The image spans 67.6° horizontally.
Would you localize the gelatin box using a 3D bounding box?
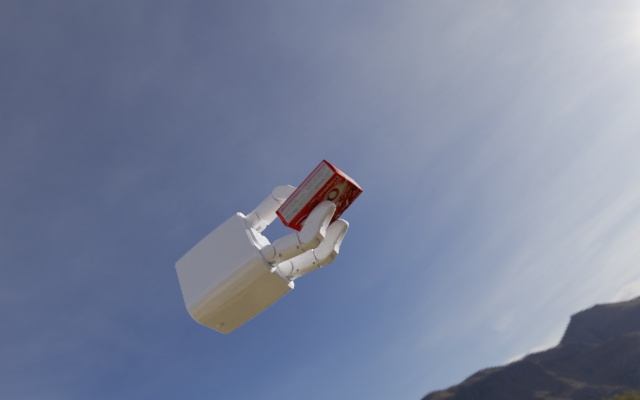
[{"bbox_3d":[0.000,0.001,0.580,0.030,0.089,0.073,48,10,34],"label":"gelatin box"}]
